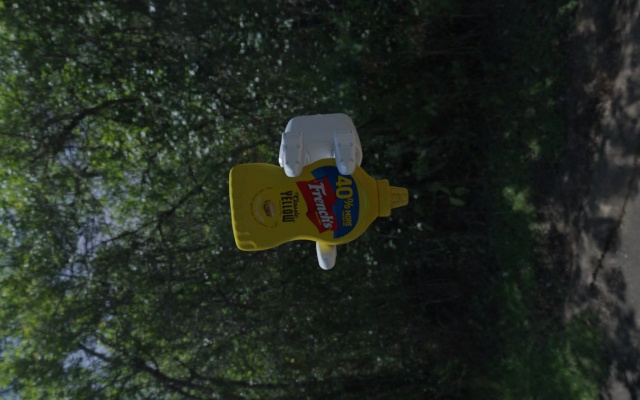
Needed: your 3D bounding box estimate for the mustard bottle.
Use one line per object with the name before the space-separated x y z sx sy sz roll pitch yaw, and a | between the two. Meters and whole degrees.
mustard bottle | 0.000 0.002 0.529 0.191 0.096 0.058 -4 6 2
